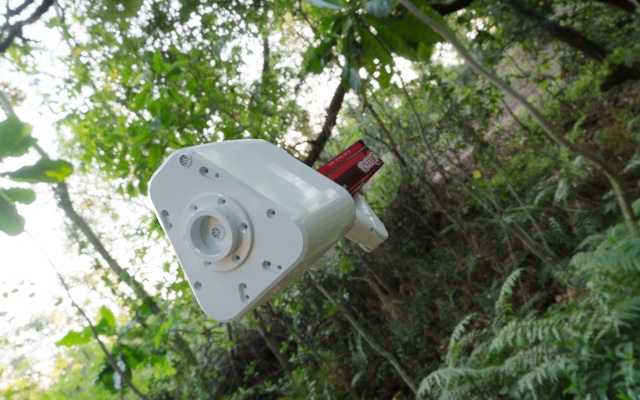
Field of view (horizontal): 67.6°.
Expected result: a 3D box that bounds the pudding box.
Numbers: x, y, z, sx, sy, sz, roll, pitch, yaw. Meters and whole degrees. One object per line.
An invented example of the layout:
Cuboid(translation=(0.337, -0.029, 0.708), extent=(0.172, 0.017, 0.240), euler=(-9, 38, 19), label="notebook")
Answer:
Cuboid(translation=(0.000, 0.001, 0.459), extent=(0.090, 0.039, 0.113), euler=(-37, -7, -43), label="pudding box")
